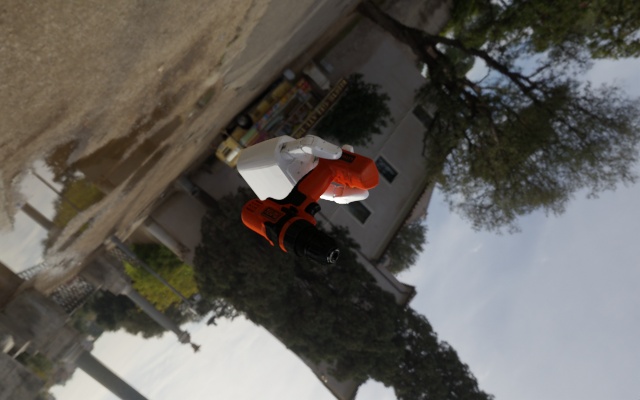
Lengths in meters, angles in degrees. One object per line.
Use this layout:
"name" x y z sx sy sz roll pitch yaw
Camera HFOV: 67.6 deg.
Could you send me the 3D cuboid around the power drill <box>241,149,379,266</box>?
"power drill" 0.000 0.002 0.699 0.184 0.057 0.187 25 55 39
